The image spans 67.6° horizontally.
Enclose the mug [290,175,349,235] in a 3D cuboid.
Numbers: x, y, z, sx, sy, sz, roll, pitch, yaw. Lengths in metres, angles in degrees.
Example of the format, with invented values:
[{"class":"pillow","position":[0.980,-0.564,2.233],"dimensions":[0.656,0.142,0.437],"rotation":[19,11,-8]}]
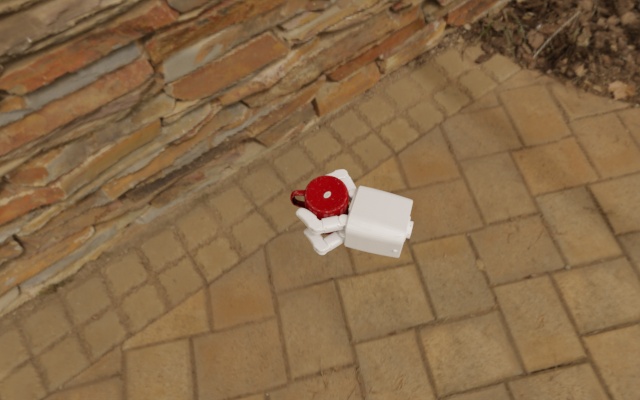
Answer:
[{"class":"mug","position":[-0.001,0.002,0.900],"dimensions":[0.117,0.093,0.081],"rotation":[13,-27,8]}]
